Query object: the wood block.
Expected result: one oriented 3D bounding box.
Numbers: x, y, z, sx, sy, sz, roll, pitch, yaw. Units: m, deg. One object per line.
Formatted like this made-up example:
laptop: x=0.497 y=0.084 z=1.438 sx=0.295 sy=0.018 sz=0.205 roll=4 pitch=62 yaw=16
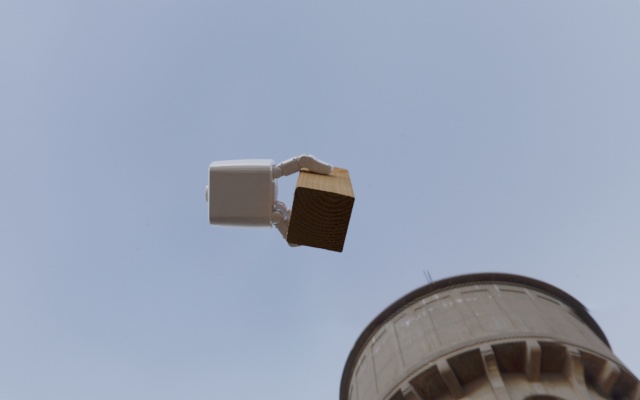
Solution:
wood block: x=0.000 y=0.002 z=0.799 sx=0.090 sy=0.091 sz=0.206 roll=11 pitch=15 yaw=-3
